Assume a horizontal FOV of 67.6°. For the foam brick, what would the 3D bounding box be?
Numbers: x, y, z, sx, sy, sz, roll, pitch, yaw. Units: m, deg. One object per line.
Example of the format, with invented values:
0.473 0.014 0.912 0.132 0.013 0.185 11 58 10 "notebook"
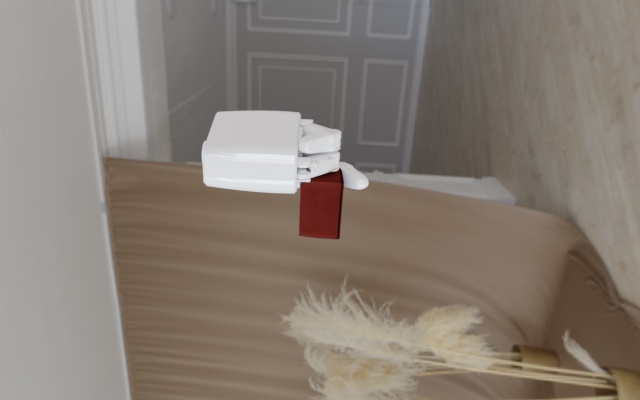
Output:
0.000 0.002 0.597 0.051 0.078 0.053 2 23 -2 "foam brick"
